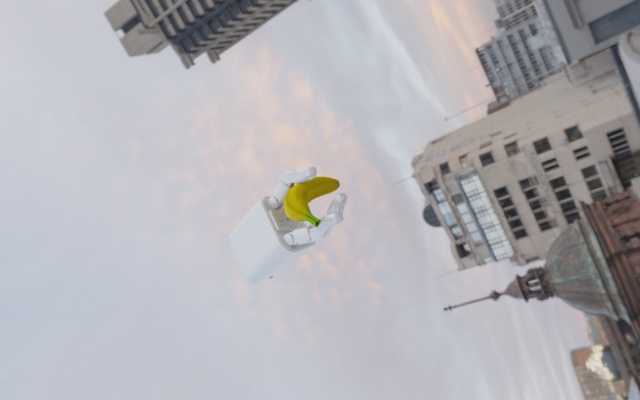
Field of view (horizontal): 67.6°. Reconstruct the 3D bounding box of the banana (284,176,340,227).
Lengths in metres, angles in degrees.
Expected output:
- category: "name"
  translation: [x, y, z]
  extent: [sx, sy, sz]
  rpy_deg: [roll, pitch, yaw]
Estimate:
- category: "banana"
  translation: [-0.017, -0.005, 0.772]
  extent: [0.069, 0.037, 0.197]
  rpy_deg: [27, 24, 1]
